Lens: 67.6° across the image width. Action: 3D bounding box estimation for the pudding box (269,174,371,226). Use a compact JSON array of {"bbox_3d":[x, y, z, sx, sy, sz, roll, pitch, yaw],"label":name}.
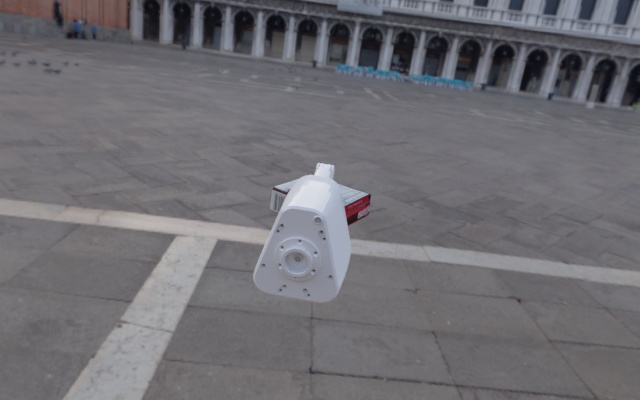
[{"bbox_3d":[0.000,0.002,0.664,0.113,0.039,0.090,22,26,31],"label":"pudding box"}]
